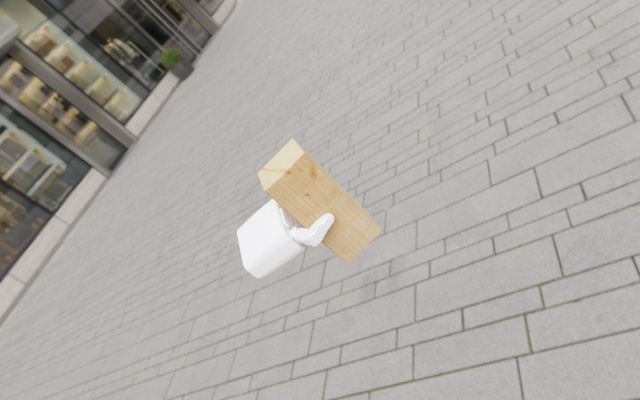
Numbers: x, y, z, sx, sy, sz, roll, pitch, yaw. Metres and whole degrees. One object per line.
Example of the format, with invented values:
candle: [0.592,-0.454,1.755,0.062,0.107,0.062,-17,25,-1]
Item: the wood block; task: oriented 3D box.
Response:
wood block: [0.000,0.003,0.829,0.206,0.090,0.090,43,7,-27]
